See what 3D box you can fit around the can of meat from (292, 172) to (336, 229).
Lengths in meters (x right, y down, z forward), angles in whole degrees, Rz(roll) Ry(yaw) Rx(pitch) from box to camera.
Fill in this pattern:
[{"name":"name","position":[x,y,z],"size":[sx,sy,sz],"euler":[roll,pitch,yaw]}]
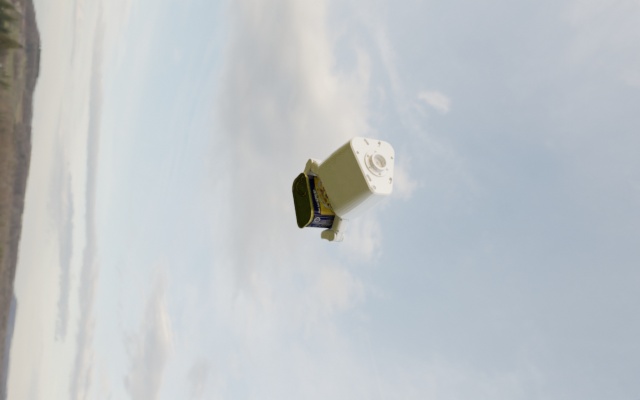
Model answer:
[{"name":"can of meat","position":[0.000,0.003,0.891],"size":[0.084,0.102,0.057],"euler":[5,-29,-30]}]
